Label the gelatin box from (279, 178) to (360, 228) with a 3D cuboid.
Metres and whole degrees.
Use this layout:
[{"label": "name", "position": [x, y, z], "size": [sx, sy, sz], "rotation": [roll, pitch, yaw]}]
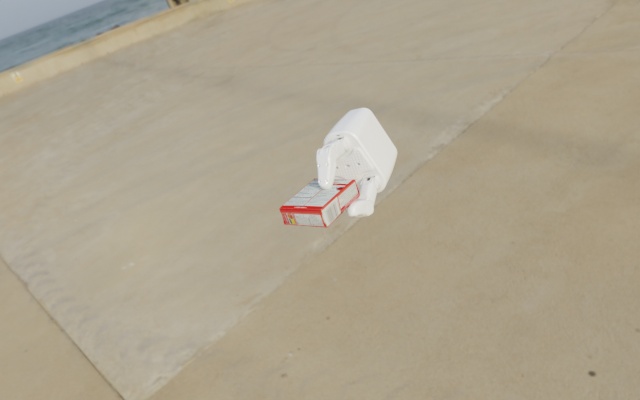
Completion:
[{"label": "gelatin box", "position": [0.000, 0.002, 0.647], "size": [0.073, 0.030, 0.089], "rotation": [2, 30, 38]}]
